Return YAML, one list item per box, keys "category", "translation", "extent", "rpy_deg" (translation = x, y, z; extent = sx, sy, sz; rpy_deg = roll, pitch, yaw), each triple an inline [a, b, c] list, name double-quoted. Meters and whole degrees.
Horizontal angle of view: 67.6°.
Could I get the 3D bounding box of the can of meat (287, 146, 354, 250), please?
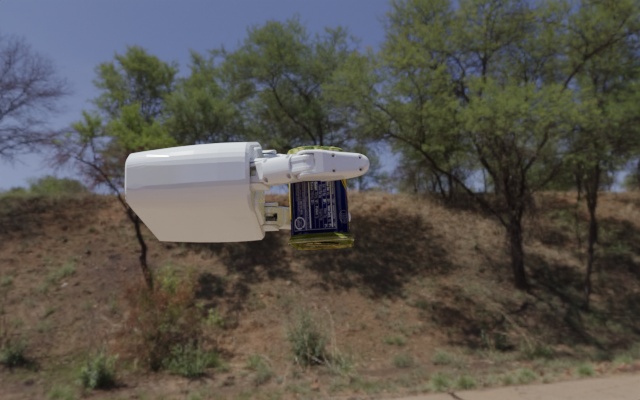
- category: "can of meat"
  translation: [0.000, 0.001, 0.450]
  extent: [0.057, 0.084, 0.102]
  rpy_deg: [-4, -10, 3]
